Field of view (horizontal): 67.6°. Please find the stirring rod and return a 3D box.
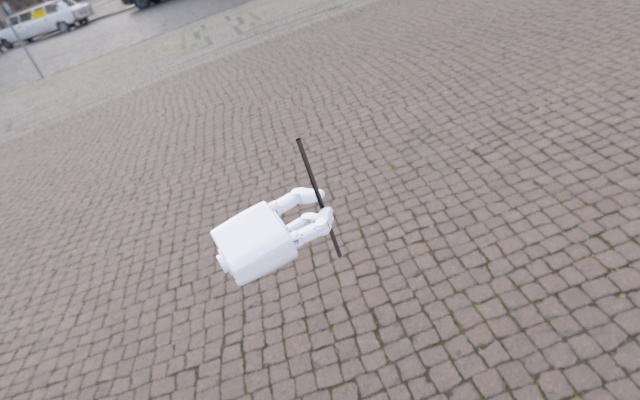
[{"bbox_3d":[0.000,0.003,0.800,0.011,0.240,0.011,-14,31,9],"label":"stirring rod"}]
